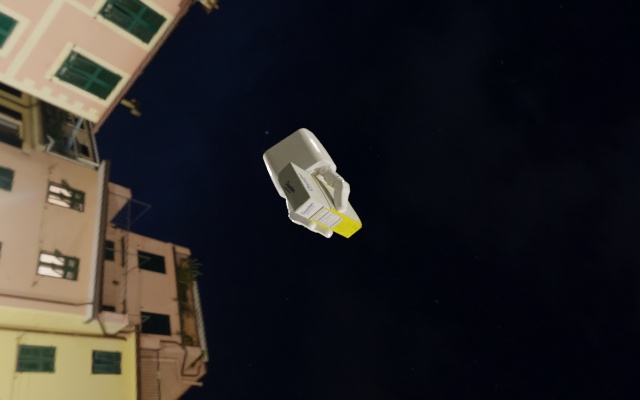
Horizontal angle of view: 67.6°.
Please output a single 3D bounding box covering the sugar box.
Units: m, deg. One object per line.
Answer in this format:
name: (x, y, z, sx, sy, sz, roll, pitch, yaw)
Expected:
sugar box: (0.000, 0.003, 0.878, 0.048, 0.093, 0.176, -43, -38, 18)
